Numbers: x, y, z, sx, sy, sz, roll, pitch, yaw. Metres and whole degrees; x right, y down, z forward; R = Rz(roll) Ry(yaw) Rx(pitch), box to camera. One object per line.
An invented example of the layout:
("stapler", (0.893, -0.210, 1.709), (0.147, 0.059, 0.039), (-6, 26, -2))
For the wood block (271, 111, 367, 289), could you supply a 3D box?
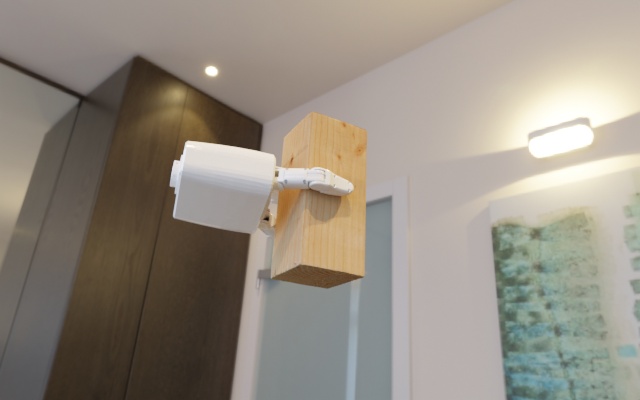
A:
("wood block", (0.000, 0.002, 0.631), (0.090, 0.206, 0.091), (15, -25, -26))
